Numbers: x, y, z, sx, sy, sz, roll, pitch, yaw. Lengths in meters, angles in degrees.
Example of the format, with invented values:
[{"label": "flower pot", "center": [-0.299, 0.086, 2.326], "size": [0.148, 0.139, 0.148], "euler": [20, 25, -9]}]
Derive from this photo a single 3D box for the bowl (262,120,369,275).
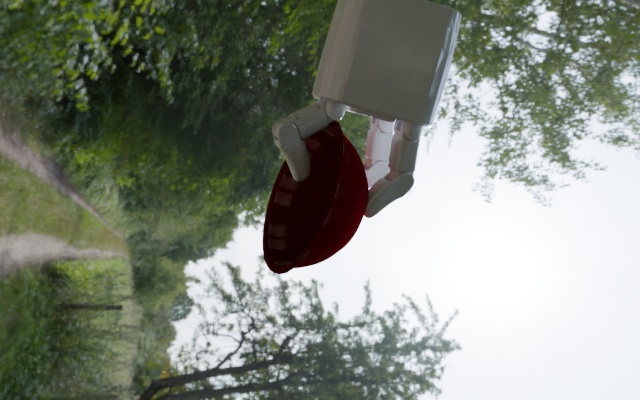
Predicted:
[{"label": "bowl", "center": [0.000, 0.003, 0.479], "size": [0.055, 0.162, 0.162], "euler": [21, -9, -24]}]
